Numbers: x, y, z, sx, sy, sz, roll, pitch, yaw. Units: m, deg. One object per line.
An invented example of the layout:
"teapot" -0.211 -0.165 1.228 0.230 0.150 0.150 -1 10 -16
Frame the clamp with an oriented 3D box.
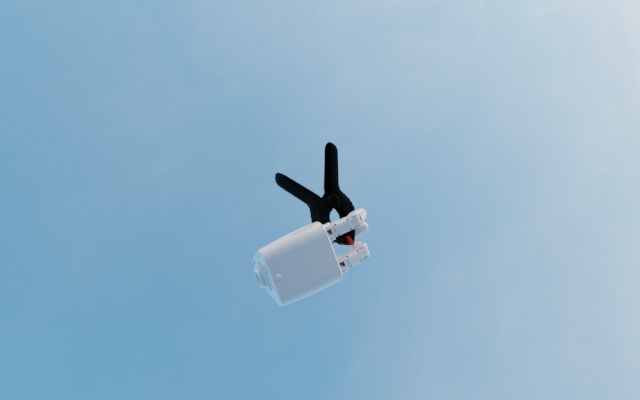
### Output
"clamp" 0.000 0.003 0.773 0.120 0.171 0.039 -23 7 -21
